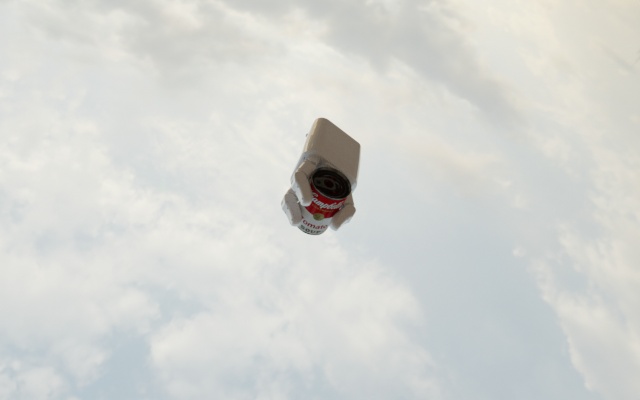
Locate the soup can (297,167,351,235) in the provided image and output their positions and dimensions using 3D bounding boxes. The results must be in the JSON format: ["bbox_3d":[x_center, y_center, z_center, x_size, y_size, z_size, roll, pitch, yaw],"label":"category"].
[{"bbox_3d":[0.000,0.003,0.791,0.068,0.068,0.102,0,-38,-27],"label":"soup can"}]
